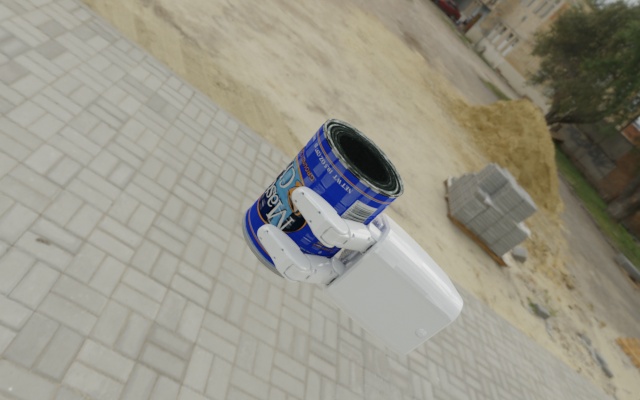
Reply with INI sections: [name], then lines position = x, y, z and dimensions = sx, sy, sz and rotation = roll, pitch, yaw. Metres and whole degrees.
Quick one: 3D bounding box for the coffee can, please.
[coffee can]
position = 0.000, 0.002, 0.492
dimensions = 0.140, 0.102, 0.103
rotation = -46, -25, 26
